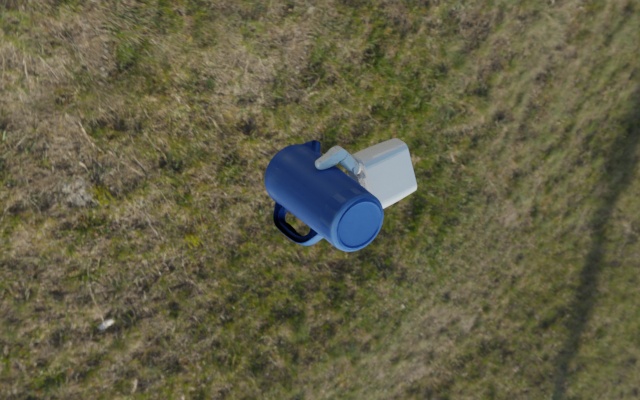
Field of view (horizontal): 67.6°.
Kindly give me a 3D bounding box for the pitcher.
[{"bbox_3d":[0.000,0.003,0.884,0.145,0.149,0.242,-25,35,-20],"label":"pitcher"}]
